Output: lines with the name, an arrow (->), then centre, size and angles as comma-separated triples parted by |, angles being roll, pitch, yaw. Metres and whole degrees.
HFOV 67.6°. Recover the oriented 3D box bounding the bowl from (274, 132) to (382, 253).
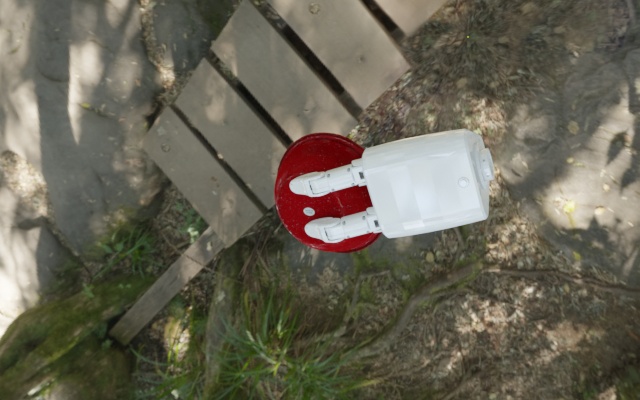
bowl -> -0.001, 0.003, 0.583 | 0.162, 0.162, 0.055 | 0, 21, 32
